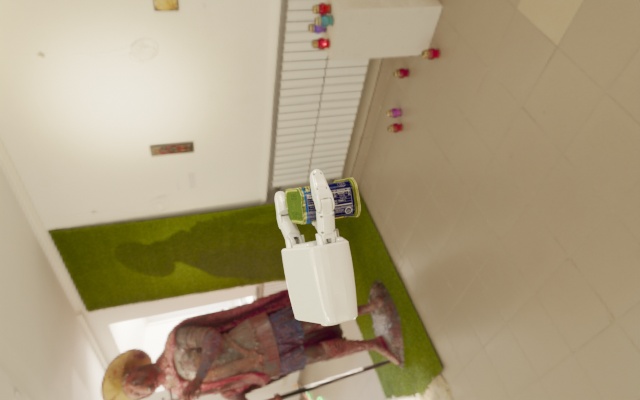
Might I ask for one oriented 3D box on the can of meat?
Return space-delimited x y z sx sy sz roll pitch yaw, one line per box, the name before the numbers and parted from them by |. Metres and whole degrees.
can of meat | 0.000 0.002 0.700 0.084 0.057 0.102 -9 2 -17
